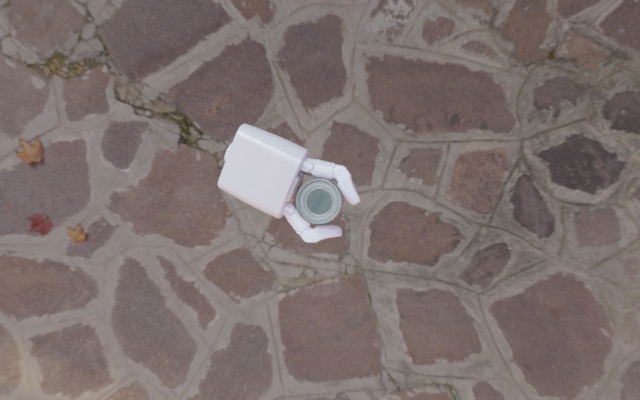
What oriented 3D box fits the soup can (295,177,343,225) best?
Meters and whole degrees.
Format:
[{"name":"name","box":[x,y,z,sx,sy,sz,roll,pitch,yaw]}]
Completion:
[{"name":"soup can","box":[0.001,0.003,0.712,0.068,0.068,0.102,0,-2,3]}]
